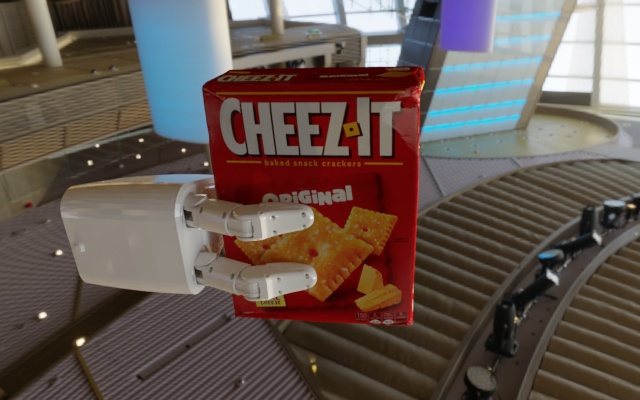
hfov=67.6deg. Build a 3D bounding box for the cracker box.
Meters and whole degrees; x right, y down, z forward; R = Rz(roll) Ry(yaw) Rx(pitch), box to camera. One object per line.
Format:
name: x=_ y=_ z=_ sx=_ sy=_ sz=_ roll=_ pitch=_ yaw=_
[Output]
cracker box: x=0.000 y=0.001 z=0.406 sx=0.164 sy=0.214 sz=0.072 roll=1 pitch=25 yaw=9
